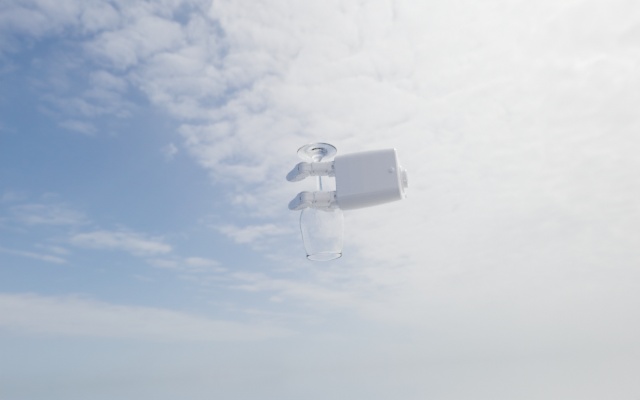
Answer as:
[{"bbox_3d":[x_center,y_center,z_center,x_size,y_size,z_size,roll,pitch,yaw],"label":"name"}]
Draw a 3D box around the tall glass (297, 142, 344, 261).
[{"bbox_3d":[0.000,0.002,0.849,0.079,0.201,0.079,-3,-19,-1],"label":"tall glass"}]
